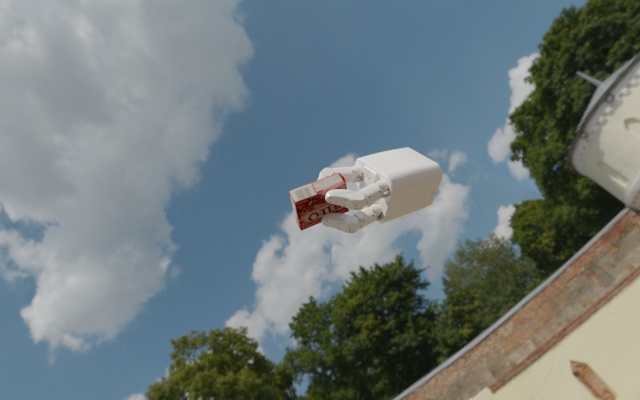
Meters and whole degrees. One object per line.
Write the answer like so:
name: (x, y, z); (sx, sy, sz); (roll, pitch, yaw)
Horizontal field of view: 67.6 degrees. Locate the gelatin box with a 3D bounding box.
gelatin box: (0.000, 0.002, 0.762); (0.089, 0.030, 0.073); (-21, -39, -10)
